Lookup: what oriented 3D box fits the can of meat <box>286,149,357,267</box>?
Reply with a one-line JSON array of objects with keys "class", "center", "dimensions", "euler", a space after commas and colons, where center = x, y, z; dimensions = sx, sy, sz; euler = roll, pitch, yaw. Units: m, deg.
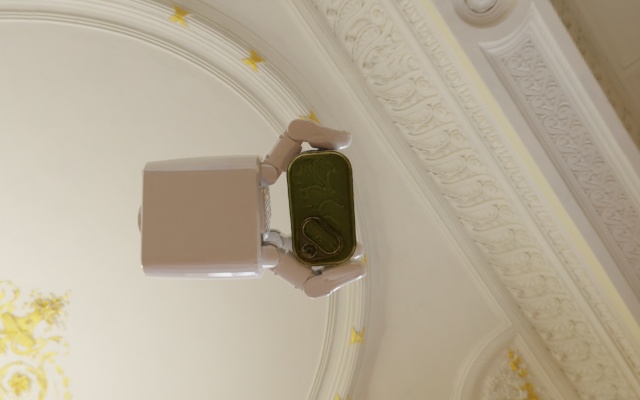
[{"class": "can of meat", "center": [0.000, 0.001, 0.455], "dimensions": [0.057, 0.102, 0.084], "euler": [-5, 10, -1]}]
